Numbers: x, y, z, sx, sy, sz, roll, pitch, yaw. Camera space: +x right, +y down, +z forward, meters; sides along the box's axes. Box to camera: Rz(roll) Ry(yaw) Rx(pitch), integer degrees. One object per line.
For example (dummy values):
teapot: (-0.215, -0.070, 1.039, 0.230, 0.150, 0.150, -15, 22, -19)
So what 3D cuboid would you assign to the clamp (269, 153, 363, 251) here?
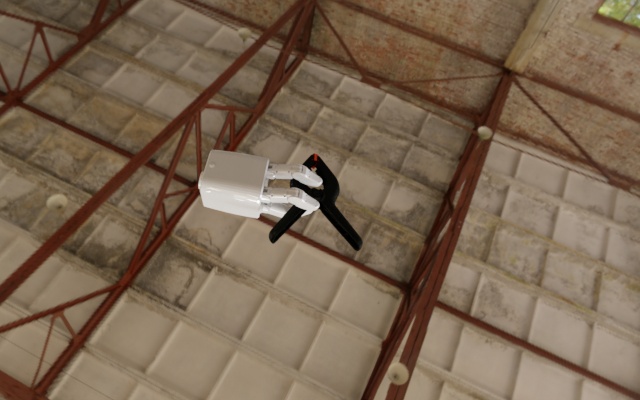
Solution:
clamp: (0.000, 0.003, 0.878, 0.164, 0.209, 0.036, 12, -38, -7)
